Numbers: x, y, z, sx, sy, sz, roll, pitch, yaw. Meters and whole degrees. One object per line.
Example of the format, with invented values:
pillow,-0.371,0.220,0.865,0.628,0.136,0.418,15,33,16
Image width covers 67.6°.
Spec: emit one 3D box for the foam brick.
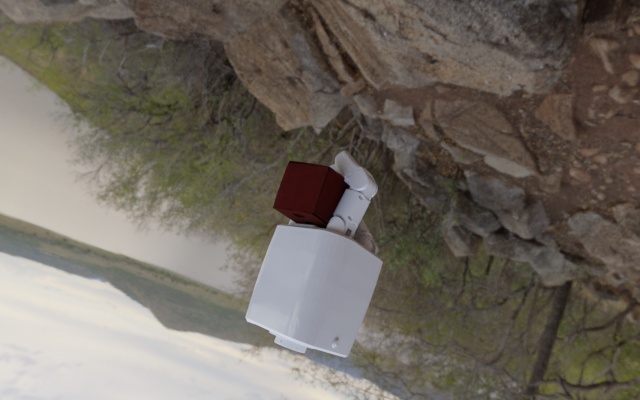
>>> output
foam brick,0.000,0.001,0.483,0.053,0.051,0.078,10,-17,38
